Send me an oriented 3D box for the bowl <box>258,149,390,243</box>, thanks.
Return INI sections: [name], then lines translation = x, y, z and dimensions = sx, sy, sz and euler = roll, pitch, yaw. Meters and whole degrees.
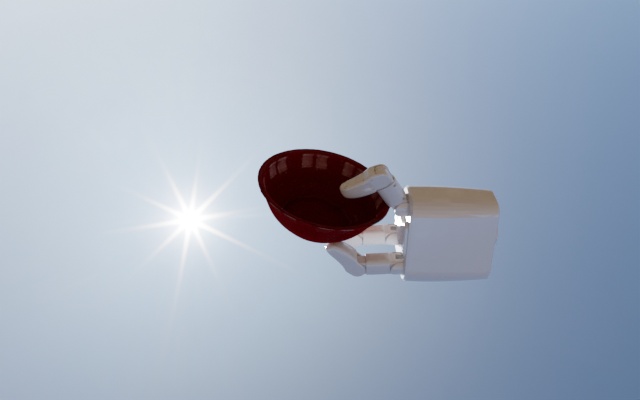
[bowl]
translation = -0.001, 0.002, 0.583
dimensions = 0.162, 0.055, 0.162
euler = 10, 36, -7
